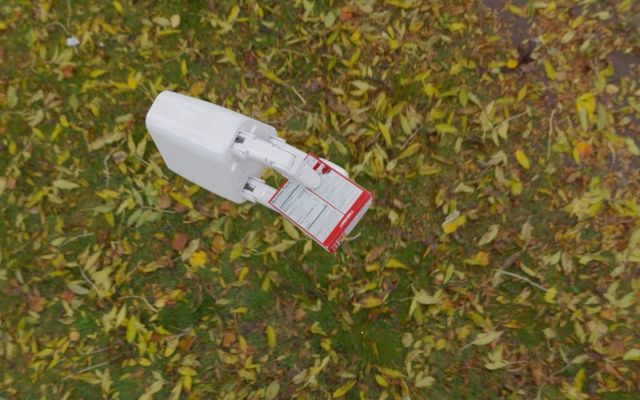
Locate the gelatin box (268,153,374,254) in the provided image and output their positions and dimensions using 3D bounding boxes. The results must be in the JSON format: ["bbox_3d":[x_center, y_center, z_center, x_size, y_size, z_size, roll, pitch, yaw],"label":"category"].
[{"bbox_3d":[0.000,0.002,0.515,0.089,0.073,0.030,36,-7,23],"label":"gelatin box"}]
